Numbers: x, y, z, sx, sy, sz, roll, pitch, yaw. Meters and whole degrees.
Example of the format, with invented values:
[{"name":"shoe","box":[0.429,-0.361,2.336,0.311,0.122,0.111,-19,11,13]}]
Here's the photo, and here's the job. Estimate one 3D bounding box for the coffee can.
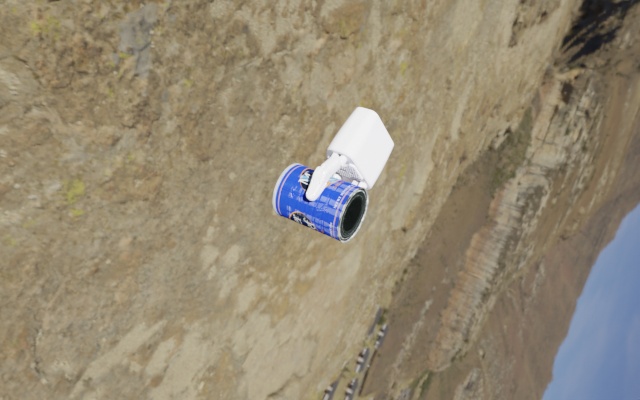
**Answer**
[{"name":"coffee can","box":[0.000,0.003,0.852,0.140,0.103,0.103,22,10,26]}]
